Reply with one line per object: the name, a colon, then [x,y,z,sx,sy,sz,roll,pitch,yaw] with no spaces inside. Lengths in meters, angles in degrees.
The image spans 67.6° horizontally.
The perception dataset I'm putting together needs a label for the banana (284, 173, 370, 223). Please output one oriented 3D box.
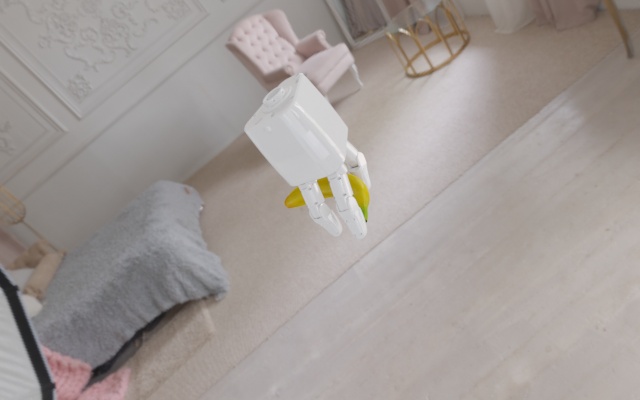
banana: [0.012,-0.012,0.730,0.037,0.069,0.198,46,-21,-30]
